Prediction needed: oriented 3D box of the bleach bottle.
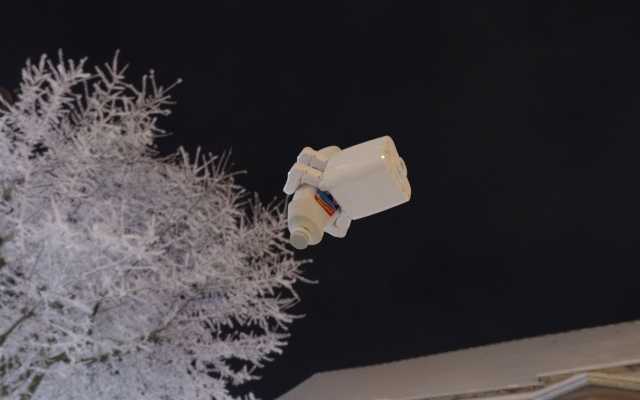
[{"bbox_3d":[0.000,0.003,0.829,0.068,0.103,0.250,-19,25,26],"label":"bleach bottle"}]
